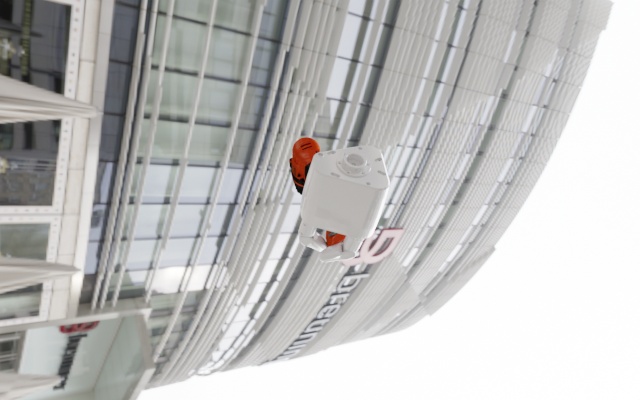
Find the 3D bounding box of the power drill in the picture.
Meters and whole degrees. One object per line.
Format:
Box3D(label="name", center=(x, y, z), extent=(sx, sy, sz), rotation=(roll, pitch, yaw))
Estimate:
Box3D(label="power drill", center=(0.000, 0.003, 0.838), extent=(0.057, 0.187, 0.184), rotation=(-24, -19, -9))
